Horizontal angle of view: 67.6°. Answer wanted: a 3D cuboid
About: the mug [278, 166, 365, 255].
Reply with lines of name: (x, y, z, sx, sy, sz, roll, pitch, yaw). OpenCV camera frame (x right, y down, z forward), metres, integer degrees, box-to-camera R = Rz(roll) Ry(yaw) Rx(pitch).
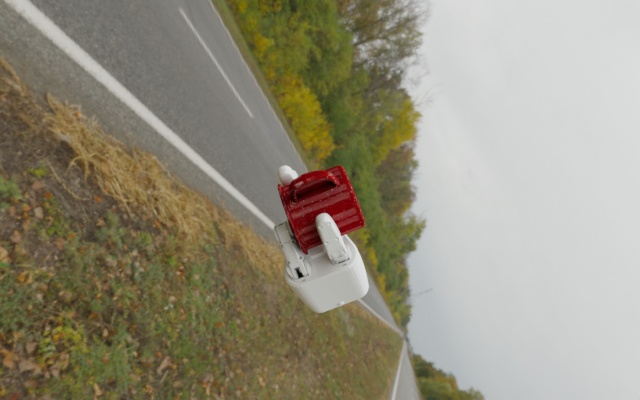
mug: (0.000, 0.001, 0.568, 0.081, 0.093, 0.117, -22, -36, 1)
